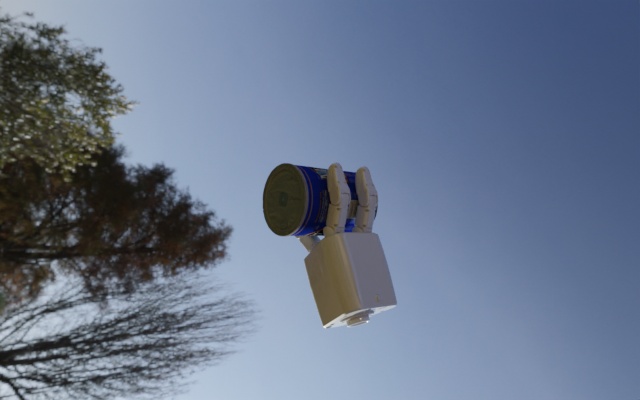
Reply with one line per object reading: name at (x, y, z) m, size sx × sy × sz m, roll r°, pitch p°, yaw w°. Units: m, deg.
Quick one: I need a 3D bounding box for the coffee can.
coffee can at (0.000, 0.002, 0.709) m, size 0.140 × 0.103 × 0.103 m, roll 4°, pitch -2°, yaw -40°
